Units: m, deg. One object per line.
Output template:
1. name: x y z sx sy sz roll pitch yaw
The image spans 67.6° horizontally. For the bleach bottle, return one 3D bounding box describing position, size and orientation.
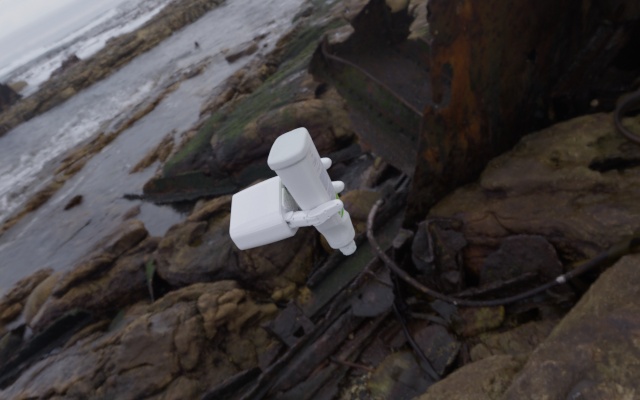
1. bleach bottle: 0.000 0.003 0.831 0.068 0.251 0.102 -19 31 18
